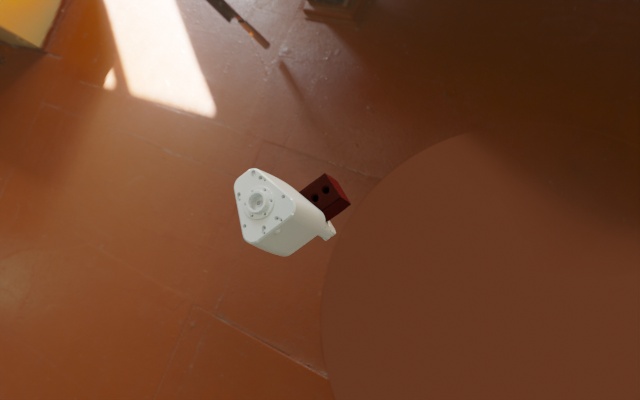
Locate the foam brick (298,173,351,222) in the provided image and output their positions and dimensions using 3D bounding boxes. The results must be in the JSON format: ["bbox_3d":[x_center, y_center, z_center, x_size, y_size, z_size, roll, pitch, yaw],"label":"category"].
[{"bbox_3d":[0.000,0.002,0.785,0.078,0.053,0.051,-37,-26,10],"label":"foam brick"}]
